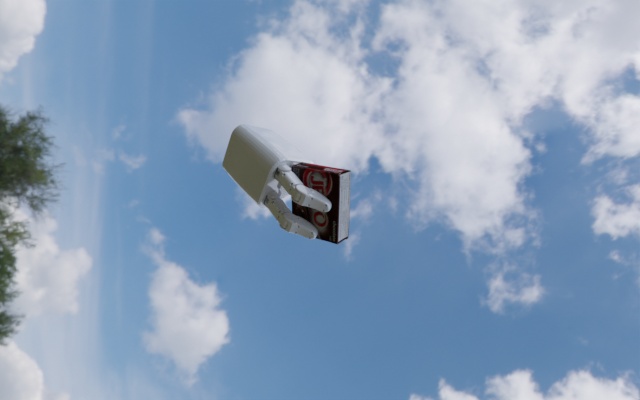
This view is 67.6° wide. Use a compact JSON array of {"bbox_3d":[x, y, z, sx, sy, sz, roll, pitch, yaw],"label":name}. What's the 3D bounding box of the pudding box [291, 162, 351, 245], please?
[{"bbox_3d":[0.000,0.002,0.739,0.090,0.113,0.039,12,22,35],"label":"pudding box"}]
